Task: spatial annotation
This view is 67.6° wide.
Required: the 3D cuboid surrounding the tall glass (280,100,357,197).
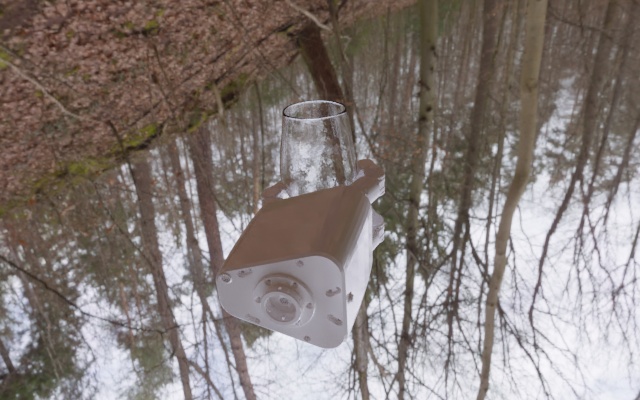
[{"bbox_3d":[0.000,0.002,0.499,0.079,0.201,0.079,-3,27,2],"label":"tall glass"}]
